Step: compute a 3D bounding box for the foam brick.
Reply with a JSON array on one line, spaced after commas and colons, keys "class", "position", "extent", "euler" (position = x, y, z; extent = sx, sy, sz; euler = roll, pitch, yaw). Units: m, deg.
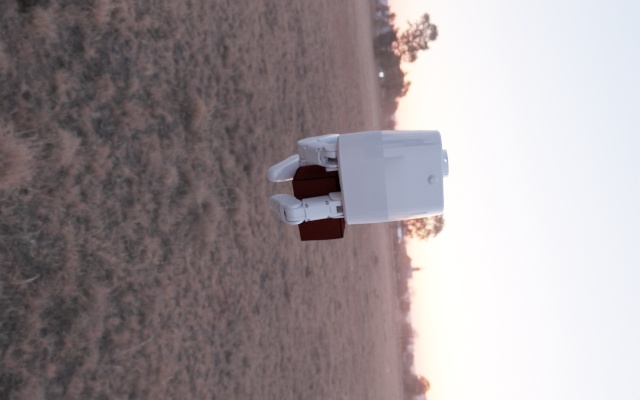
[{"class": "foam brick", "position": [0.000, 0.002, 0.558], "extent": [0.051, 0.078, 0.053], "euler": [-4, 22, 8]}]
